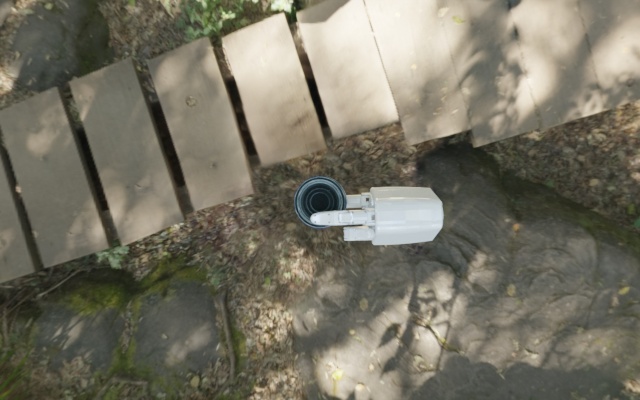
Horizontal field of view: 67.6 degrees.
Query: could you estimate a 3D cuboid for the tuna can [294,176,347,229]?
[{"bbox_3d":[0.000,0.003,0.776,0.086,0.086,0.034,0,1,4],"label":"tuna can"}]
